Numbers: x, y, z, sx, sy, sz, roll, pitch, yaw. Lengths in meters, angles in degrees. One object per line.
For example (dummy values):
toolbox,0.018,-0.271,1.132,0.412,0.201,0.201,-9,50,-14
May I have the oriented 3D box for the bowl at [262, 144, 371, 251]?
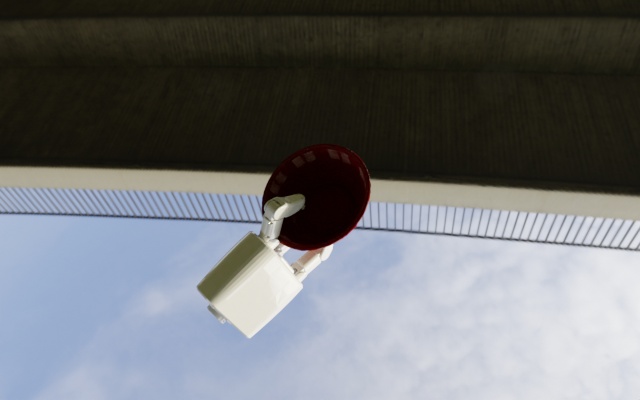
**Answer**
bowl,0.001,0.002,0.677,0.162,0.162,0.055,0,-24,24
